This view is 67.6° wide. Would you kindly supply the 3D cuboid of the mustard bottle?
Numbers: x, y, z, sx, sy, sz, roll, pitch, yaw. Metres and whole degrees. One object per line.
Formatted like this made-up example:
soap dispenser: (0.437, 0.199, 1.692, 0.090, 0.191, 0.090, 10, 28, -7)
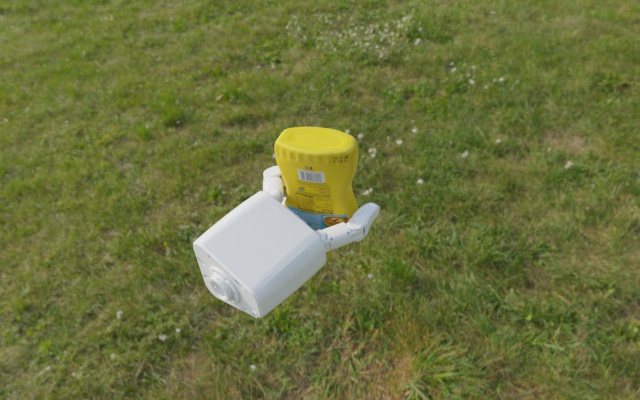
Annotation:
mustard bottle: (0.000, 0.002, 0.609, 0.096, 0.192, 0.058, 8, 41, 14)
